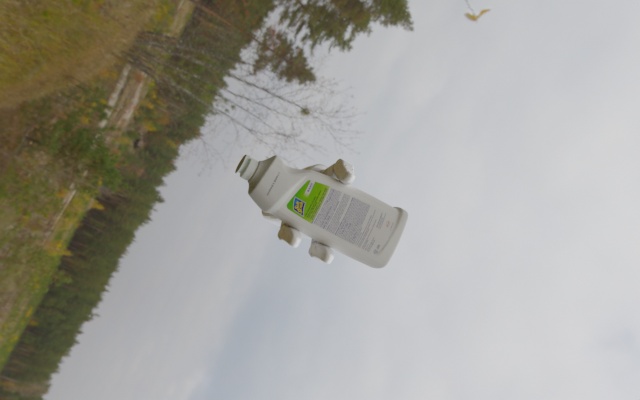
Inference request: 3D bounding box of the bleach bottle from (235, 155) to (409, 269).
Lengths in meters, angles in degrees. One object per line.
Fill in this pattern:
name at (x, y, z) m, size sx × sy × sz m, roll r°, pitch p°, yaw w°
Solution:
bleach bottle at (0.000, 0.002, 0.677) m, size 0.251 × 0.102 × 0.068 m, roll 30°, pitch -14°, yaw -19°
